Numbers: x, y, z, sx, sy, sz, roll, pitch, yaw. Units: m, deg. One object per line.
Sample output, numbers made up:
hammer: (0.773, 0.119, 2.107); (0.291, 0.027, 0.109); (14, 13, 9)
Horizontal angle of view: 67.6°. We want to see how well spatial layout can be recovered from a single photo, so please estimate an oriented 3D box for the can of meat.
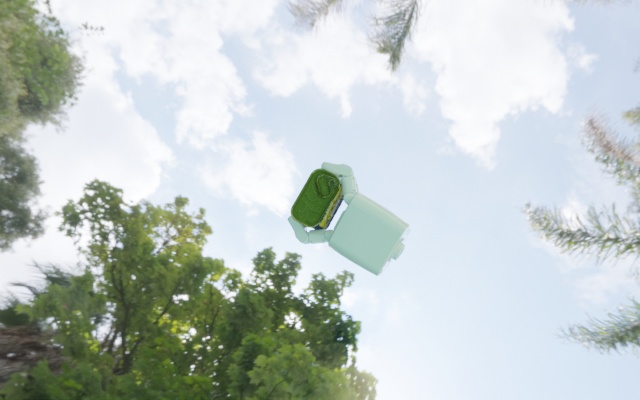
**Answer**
can of meat: (0.000, 0.003, 0.851); (0.057, 0.102, 0.084); (29, -3, 17)
